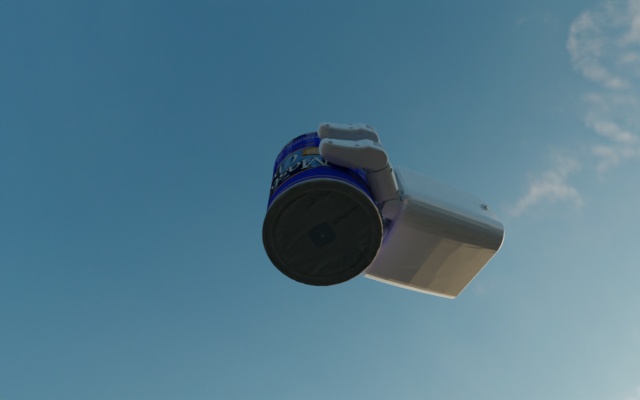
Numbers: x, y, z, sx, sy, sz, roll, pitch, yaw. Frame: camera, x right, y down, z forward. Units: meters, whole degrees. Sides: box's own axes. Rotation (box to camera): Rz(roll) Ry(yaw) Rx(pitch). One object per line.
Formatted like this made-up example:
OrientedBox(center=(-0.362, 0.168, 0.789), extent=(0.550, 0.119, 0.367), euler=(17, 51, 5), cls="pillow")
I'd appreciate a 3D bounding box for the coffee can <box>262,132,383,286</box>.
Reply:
OrientedBox(center=(0.000, 0.002, 0.466), extent=(0.103, 0.103, 0.140), euler=(0, 25, -2), cls="coffee can")
